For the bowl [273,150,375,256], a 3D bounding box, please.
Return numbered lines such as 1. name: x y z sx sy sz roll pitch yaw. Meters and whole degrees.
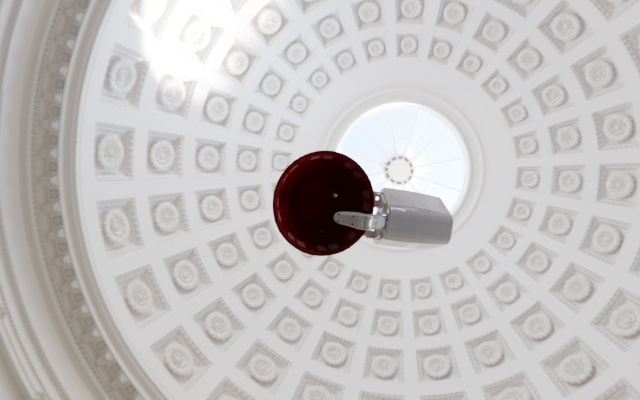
1. bowl: -0.001 0.002 0.747 0.162 0.162 0.055 0 7 -16
